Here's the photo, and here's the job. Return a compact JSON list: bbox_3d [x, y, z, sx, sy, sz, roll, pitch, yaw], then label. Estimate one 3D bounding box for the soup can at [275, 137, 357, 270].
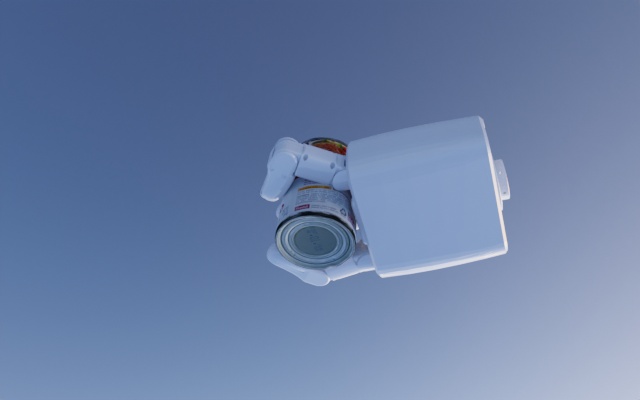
[{"bbox_3d":[0.000,0.002,0.418,0.068,0.069,0.102,0,42,6],"label":"soup can"}]
